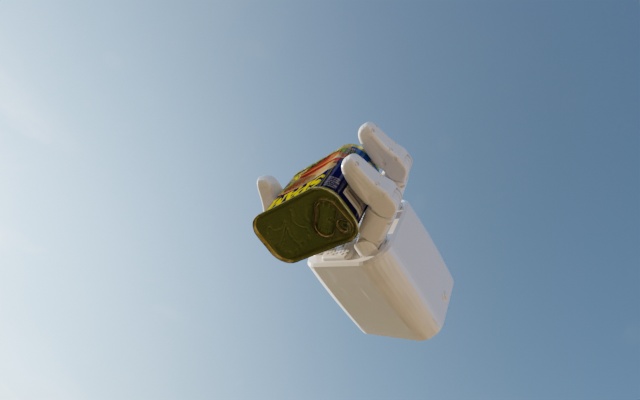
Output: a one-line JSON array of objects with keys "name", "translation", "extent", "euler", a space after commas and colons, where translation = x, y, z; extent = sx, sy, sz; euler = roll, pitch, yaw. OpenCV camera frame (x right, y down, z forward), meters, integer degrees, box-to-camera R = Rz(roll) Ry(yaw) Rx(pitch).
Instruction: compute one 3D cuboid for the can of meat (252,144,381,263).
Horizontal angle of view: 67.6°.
[{"name": "can of meat", "translation": [0.000, 0.001, 0.439], "extent": [0.102, 0.057, 0.084], "euler": [-26, 19, 38]}]
